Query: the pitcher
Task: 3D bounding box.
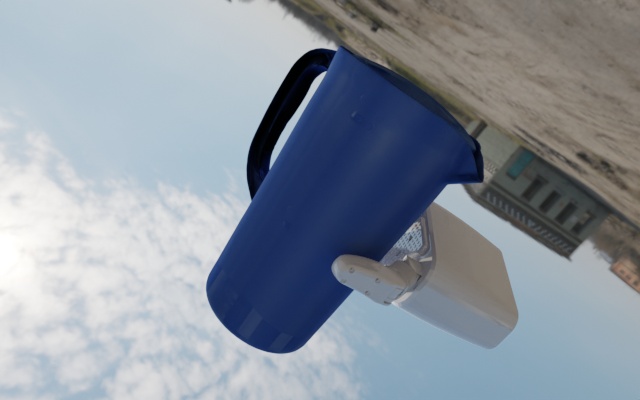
[{"bbox_3d":[0.000,0.001,0.404,0.145,0.243,0.149,30,18,-19],"label":"pitcher"}]
